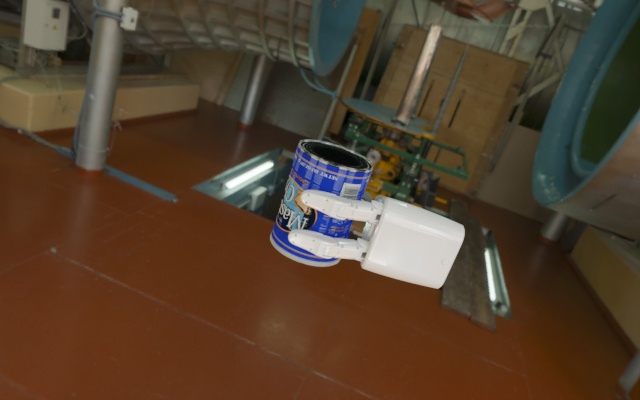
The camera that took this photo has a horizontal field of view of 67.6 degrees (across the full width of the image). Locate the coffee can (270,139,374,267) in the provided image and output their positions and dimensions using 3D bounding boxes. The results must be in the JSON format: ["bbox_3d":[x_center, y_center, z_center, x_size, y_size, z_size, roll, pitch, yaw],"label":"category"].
[{"bbox_3d":[0.000,0.002,0.638,0.103,0.140,0.102,16,20,-6],"label":"coffee can"}]
